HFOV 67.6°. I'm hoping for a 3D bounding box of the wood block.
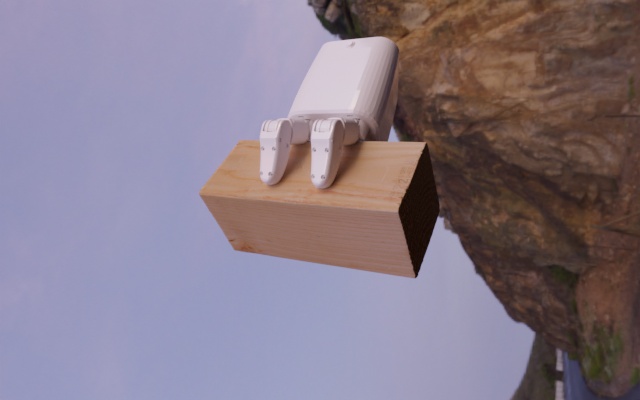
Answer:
[{"bbox_3d":[0.000,0.001,0.470,0.206,0.091,0.090,5,47,29],"label":"wood block"}]
